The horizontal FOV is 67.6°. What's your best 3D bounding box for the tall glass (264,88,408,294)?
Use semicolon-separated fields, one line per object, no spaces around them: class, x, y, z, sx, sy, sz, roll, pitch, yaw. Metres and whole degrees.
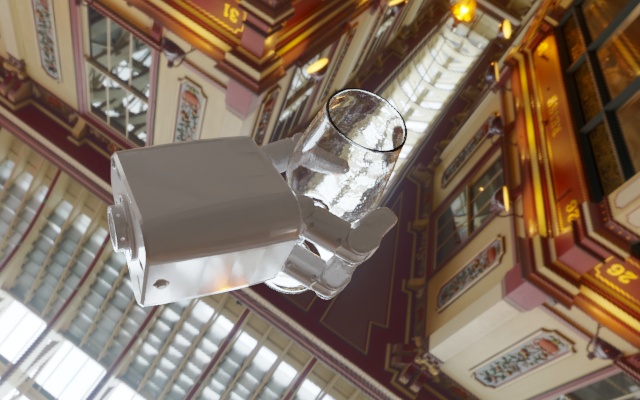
tall glass;0.000;0.002;0.404;0.079;0.079;0.201;0;-36;-24
